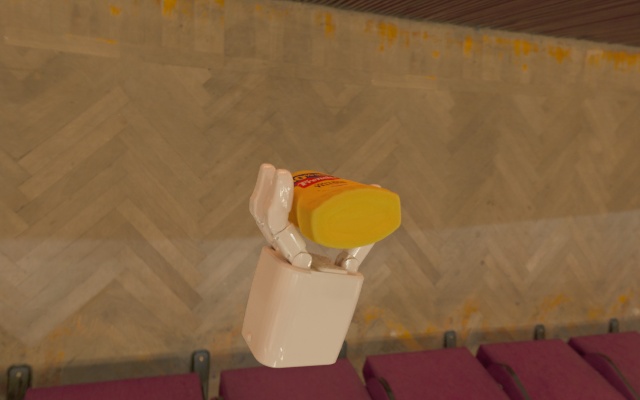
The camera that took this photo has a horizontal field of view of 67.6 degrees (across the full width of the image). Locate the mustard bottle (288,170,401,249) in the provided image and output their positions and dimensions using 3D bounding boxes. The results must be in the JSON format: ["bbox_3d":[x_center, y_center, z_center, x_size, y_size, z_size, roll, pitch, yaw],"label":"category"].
[{"bbox_3d":[0.000,0.001,0.525,0.096,0.058,0.191,-11,13,-21],"label":"mustard bottle"}]
